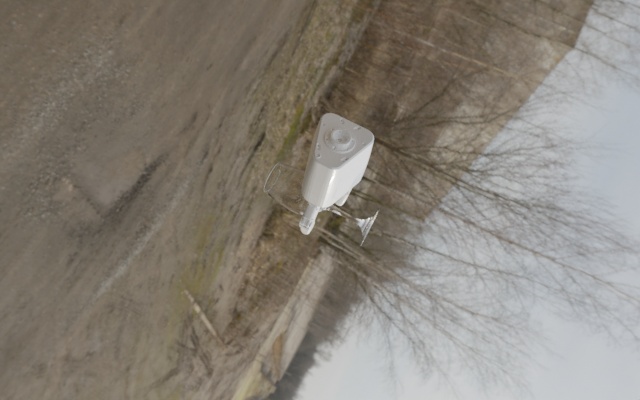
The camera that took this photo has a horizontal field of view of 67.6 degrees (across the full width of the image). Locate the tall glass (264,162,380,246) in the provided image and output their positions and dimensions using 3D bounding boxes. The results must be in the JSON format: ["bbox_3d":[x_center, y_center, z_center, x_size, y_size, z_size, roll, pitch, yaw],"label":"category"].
[{"bbox_3d":[0.001,0.003,0.857,0.201,0.079,0.079,27,3,7],"label":"tall glass"}]
